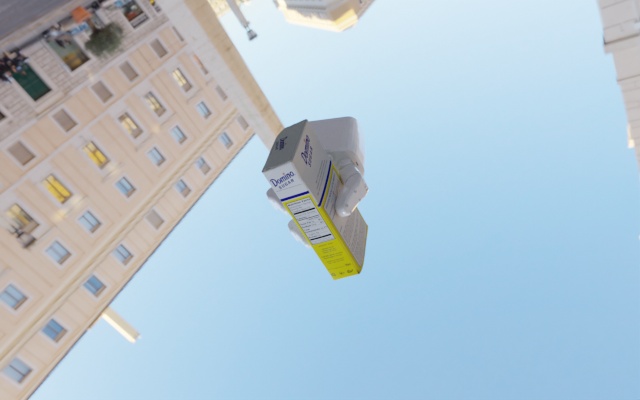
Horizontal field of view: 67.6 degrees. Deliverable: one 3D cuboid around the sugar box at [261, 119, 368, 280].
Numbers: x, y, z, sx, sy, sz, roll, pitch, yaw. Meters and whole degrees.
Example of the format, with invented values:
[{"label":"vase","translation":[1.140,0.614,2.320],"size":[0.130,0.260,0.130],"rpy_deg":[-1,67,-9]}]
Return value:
[{"label":"sugar box","translation":[0.000,0.002,0.570],"size":[0.048,0.176,0.093],"rpy_deg":[-20,31,24]}]
